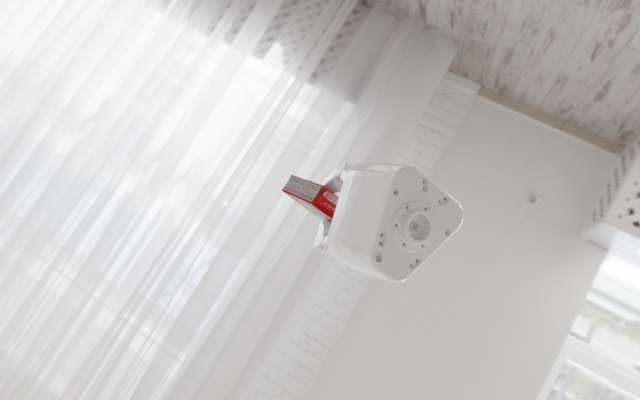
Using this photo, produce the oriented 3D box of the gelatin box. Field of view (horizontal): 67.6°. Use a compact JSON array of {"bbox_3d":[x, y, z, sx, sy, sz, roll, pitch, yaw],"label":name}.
[{"bbox_3d":[0.000,0.002,0.632,0.073,0.030,0.089,37,-9,-32],"label":"gelatin box"}]
